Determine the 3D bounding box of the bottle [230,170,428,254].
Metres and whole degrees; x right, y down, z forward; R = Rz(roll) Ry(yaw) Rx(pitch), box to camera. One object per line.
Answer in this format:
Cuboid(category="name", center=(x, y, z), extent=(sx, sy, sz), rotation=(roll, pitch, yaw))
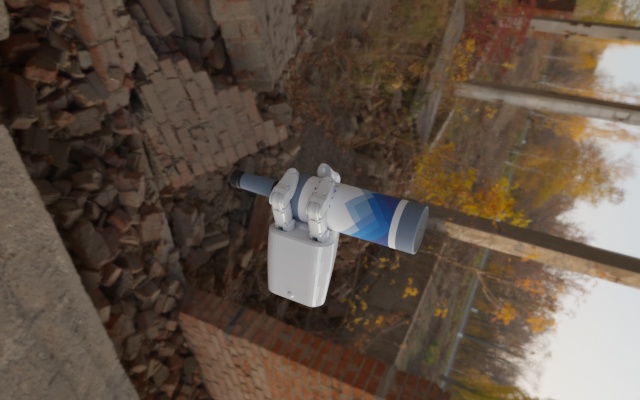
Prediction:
Cuboid(category="bottle", center=(0.000, 0.002, 0.680), extent=(0.295, 0.069, 0.069), rotation=(16, 6, 22))
